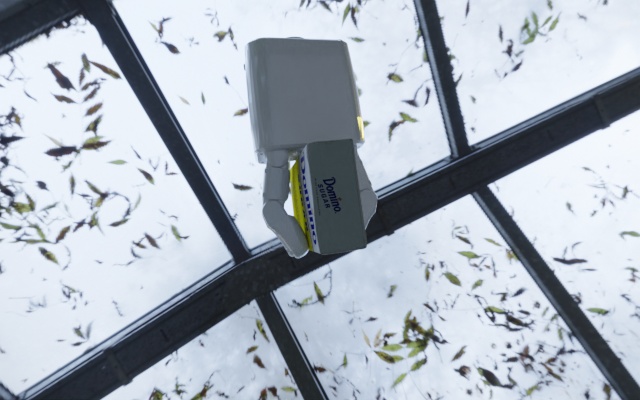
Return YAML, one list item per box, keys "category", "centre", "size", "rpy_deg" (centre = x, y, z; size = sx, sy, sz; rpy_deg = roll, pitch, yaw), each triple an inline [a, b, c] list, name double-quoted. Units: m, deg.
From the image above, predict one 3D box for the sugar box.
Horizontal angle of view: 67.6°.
- category: "sugar box"
  centre: [-0.001, 0.001, 0.466]
  size: [0.048, 0.093, 0.176]
  rpy_deg: [-7, -3, -6]
